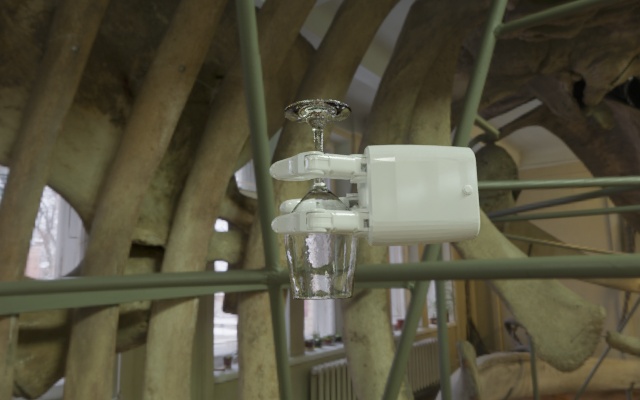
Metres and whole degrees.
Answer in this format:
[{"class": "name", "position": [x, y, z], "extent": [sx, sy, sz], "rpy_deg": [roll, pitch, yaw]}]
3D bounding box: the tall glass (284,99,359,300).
[{"class": "tall glass", "position": [0.000, 0.001, 0.504], "extent": [0.079, 0.201, 0.079], "rpy_deg": [-1, -9, 0]}]
